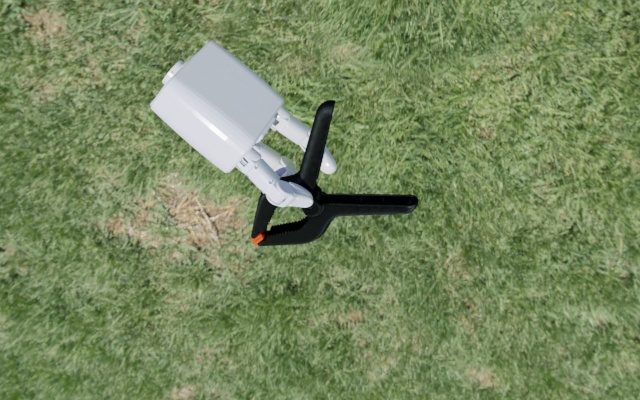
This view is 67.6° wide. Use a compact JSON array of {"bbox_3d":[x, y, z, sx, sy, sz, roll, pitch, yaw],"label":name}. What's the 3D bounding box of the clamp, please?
[{"bbox_3d":[-0.001,0.002,0.578,0.210,0.164,0.036,-41,16,29],"label":"clamp"}]
